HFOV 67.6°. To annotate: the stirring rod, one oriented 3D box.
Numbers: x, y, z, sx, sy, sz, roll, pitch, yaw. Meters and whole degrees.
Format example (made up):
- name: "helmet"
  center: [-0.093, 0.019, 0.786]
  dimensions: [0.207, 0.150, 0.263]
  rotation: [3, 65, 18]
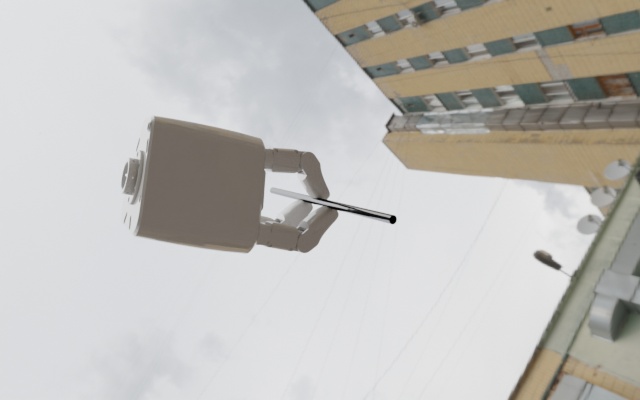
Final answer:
- name: "stirring rod"
  center: [0.000, 0.002, 0.500]
  dimensions: [0.011, 0.011, 0.239]
  rotation: [0, 7, -30]
